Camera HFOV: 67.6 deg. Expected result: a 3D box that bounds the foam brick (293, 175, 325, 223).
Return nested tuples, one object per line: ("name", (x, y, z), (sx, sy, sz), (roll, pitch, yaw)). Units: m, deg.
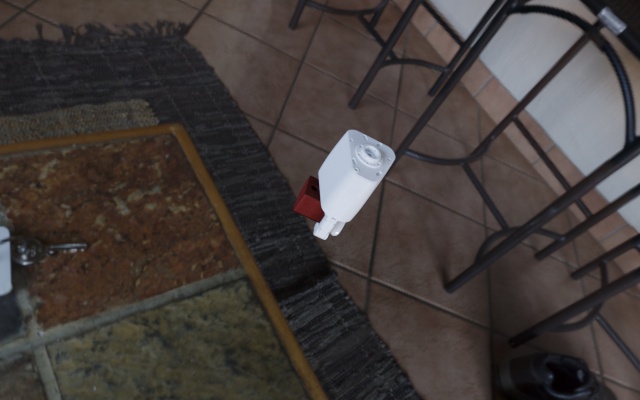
("foam brick", (0.000, 0.003, 0.841), (0.078, 0.053, 0.051), (25, -47, -9))
